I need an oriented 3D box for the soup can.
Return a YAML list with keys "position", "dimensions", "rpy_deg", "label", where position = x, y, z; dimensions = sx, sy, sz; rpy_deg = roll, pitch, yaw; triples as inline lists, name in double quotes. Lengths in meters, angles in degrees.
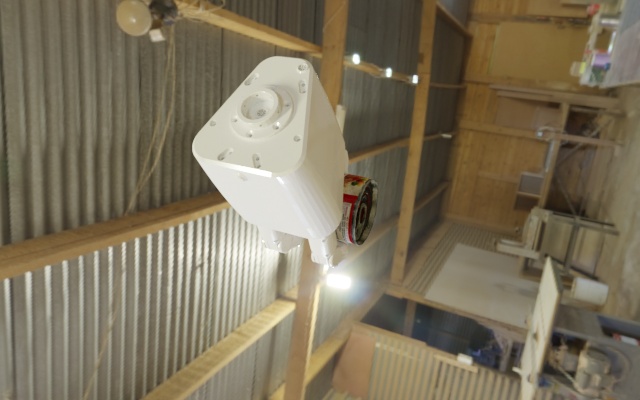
- position: [0.000, 0.002, 0.490]
  dimensions: [0.102, 0.068, 0.068]
  rpy_deg: [13, 5, 21]
  label: "soup can"
